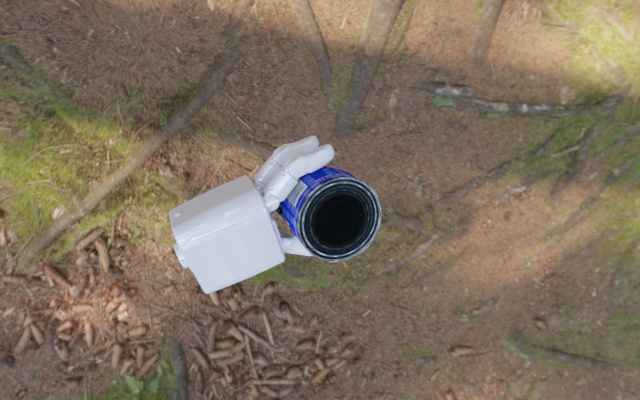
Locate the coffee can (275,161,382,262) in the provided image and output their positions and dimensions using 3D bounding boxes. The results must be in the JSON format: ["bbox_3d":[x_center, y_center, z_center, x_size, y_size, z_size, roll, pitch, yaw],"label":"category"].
[{"bbox_3d":[0.000,0.002,0.599,0.103,0.103,0.140,0,18,-20],"label":"coffee can"}]
